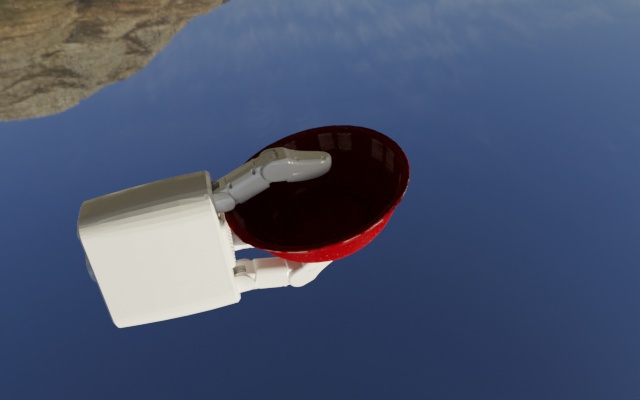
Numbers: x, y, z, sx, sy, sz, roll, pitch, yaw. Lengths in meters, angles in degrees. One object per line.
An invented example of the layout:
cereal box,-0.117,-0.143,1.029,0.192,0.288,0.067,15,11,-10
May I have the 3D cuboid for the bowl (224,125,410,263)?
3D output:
bowl,0.001,0.001,0.421,0.162,0.055,0.162,-10,41,9
